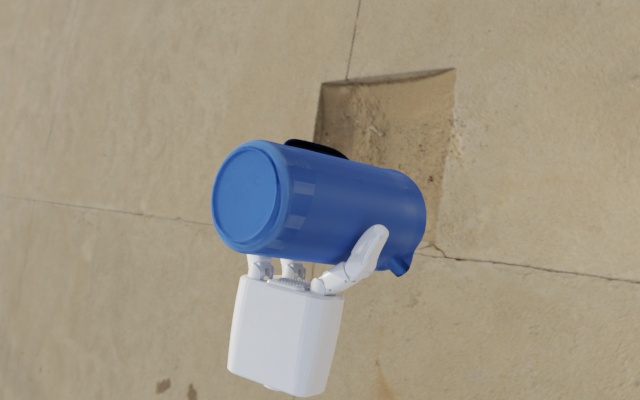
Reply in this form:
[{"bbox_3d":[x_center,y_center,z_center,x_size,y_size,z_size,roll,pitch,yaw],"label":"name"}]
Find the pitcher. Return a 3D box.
[{"bbox_3d":[0.000,0.002,0.534,0.149,0.145,0.243,12,0,40],"label":"pitcher"}]
